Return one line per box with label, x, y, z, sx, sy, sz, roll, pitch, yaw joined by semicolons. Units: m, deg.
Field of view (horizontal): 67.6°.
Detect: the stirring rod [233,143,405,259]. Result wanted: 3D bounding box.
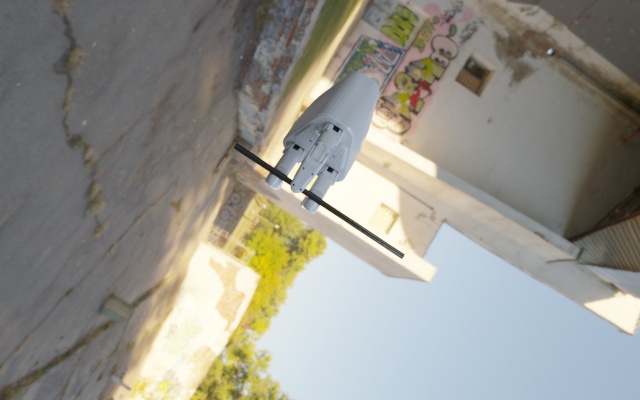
stirring rod;0.000;0.002;0.569;0.239;0.011;0.011;33;-3;-4
